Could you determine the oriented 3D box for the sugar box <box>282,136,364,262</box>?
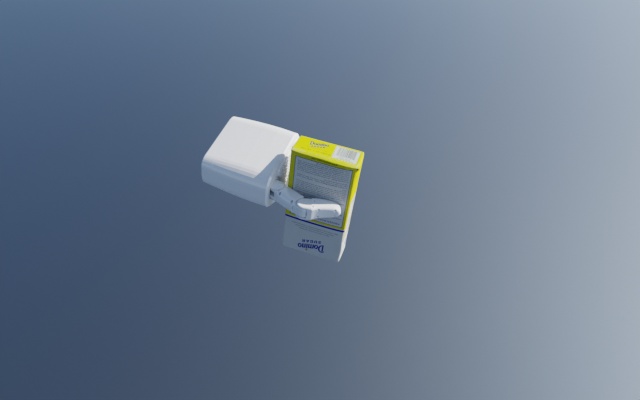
[{"bbox_3d":[0.000,0.002,0.680,0.093,0.176,0.048,17,42,9],"label":"sugar box"}]
